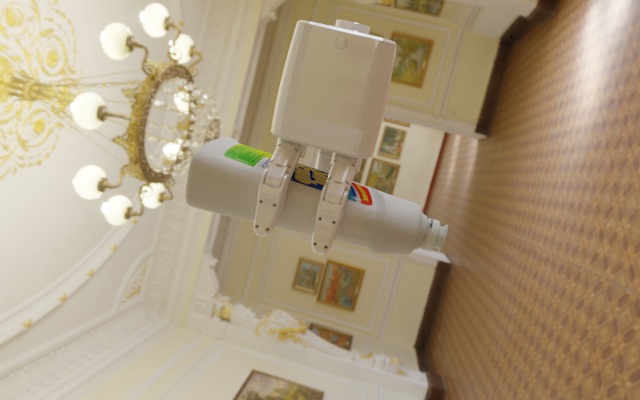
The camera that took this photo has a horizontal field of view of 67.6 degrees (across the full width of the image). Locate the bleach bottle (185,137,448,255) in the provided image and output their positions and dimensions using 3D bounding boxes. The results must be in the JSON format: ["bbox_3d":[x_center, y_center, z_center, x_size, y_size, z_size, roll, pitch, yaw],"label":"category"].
[{"bbox_3d":[0.000,0.002,0.483,0.251,0.068,0.102,15,18,6],"label":"bleach bottle"}]
